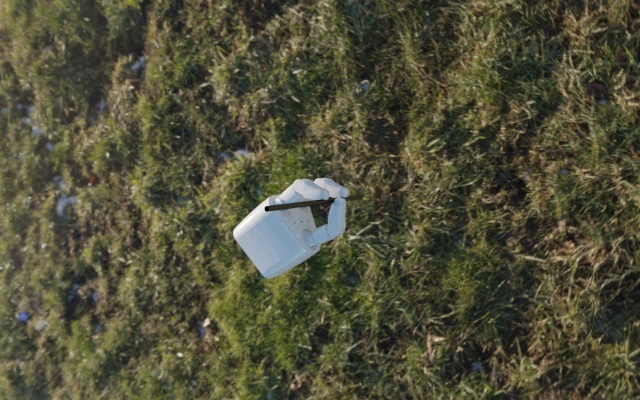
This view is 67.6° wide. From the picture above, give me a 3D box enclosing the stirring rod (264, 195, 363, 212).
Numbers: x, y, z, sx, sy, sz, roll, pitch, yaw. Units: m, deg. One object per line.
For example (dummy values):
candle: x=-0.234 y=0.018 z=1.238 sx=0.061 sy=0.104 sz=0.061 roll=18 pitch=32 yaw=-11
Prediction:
stirring rod: x=0.000 y=0.002 z=0.705 sx=0.011 sy=0.011 sz=0.239 roll=0 pitch=4 yaw=35
